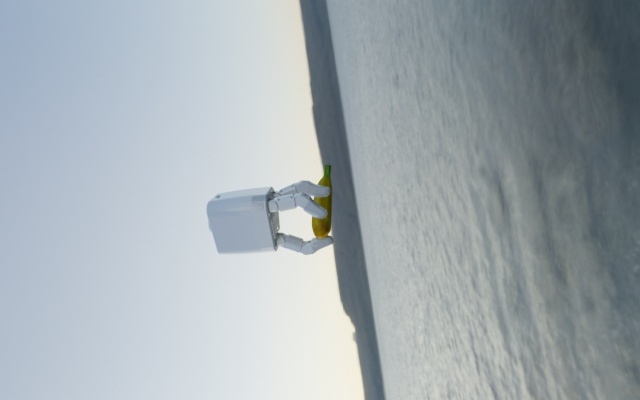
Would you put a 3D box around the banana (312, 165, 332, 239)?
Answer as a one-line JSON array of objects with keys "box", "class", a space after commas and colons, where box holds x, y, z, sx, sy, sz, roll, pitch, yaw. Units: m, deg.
[{"box": [0.002, 0.015, 0.882, 0.037, 0.070, 0.197, -2, 39, 4], "class": "banana"}]
